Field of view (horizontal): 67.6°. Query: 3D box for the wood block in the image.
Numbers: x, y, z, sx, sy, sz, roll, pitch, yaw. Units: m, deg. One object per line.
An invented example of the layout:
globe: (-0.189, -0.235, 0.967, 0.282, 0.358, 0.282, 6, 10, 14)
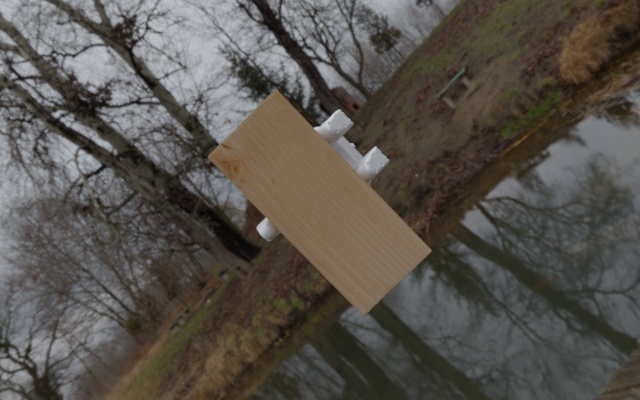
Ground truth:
wood block: (0.000, 0.002, 0.478, 0.091, 0.206, 0.090, -44, 2, 2)
